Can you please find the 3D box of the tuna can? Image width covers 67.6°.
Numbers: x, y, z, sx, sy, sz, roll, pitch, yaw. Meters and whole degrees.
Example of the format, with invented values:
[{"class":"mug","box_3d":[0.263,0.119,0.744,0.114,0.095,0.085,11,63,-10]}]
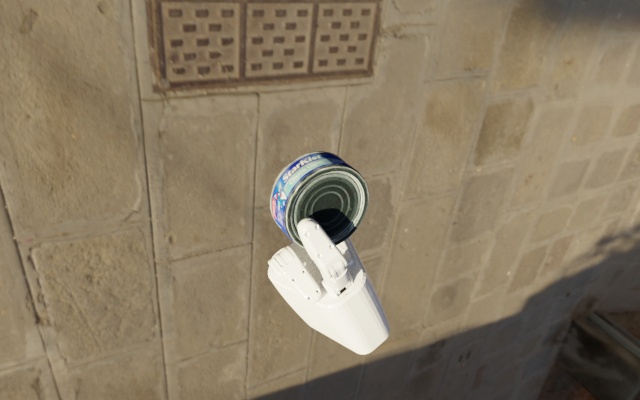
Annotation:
[{"class":"tuna can","box_3d":[0.000,0.002,0.430,0.086,0.086,0.033,0,25,-30]}]
